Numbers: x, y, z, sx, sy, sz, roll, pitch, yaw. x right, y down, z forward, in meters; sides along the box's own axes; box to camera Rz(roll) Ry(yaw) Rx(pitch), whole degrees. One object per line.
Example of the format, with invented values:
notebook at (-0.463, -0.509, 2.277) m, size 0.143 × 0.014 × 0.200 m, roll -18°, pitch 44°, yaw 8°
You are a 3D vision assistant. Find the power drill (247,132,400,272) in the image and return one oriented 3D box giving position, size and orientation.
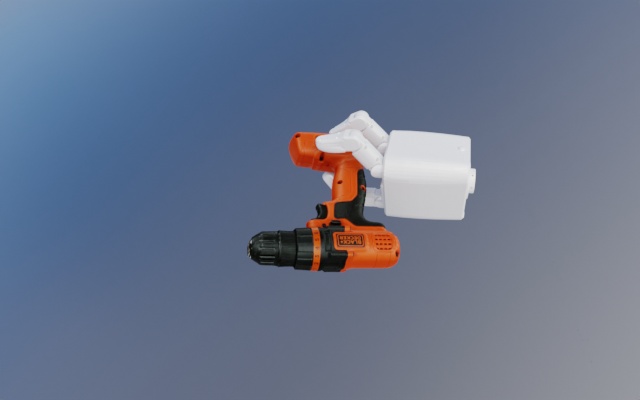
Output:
power drill at (0.000, 0.002, 0.610) m, size 0.184 × 0.187 × 0.057 m, roll 3°, pitch -31°, yaw -12°
